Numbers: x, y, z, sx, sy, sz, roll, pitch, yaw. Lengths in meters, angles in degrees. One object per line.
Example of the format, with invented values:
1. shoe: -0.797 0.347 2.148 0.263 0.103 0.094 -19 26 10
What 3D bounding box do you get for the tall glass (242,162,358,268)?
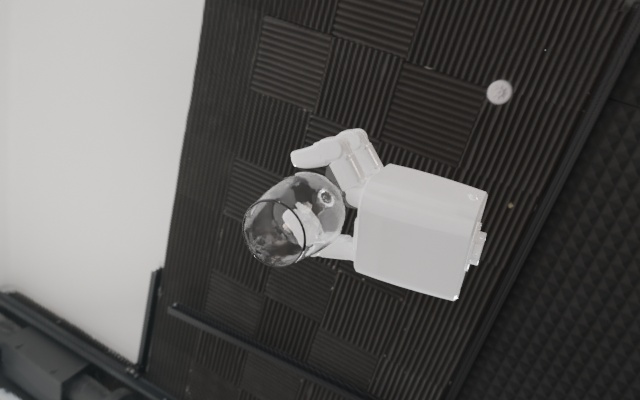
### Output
1. tall glass: 0.000 0.001 0.491 0.079 0.079 0.201 0 16 25
